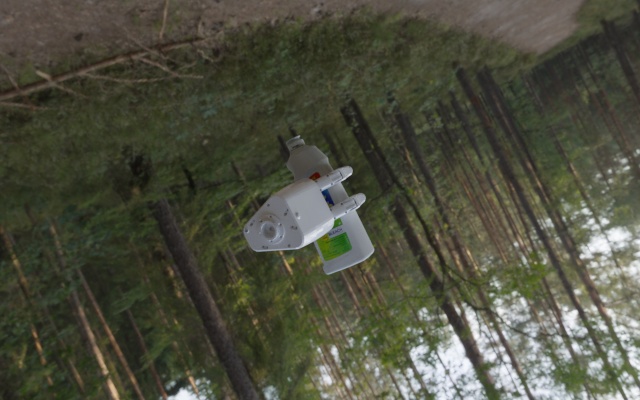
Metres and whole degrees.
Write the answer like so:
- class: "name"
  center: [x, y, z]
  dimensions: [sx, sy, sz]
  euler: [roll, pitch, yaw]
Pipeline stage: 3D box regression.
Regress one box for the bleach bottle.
- class: "bleach bottle"
  center: [0.000, 0.003, 0.876]
  dimensions: [0.102, 0.251, 0.068]
  euler: [-26, 2, 30]
